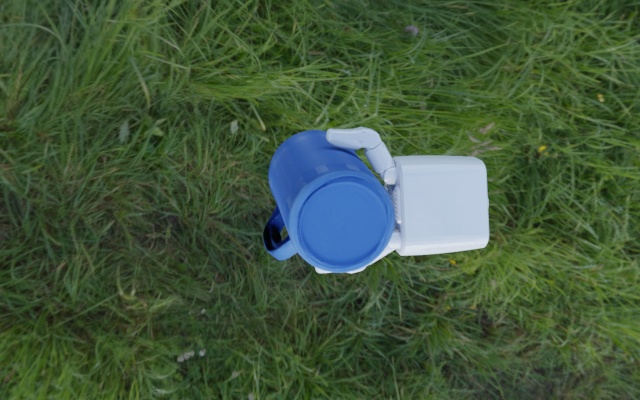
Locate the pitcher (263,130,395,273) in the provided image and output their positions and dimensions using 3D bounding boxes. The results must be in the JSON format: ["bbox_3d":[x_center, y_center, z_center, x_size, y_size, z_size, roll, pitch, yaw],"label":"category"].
[{"bbox_3d":[0.000,0.002,0.580,0.145,0.149,0.242,-3,15,-6],"label":"pitcher"}]
